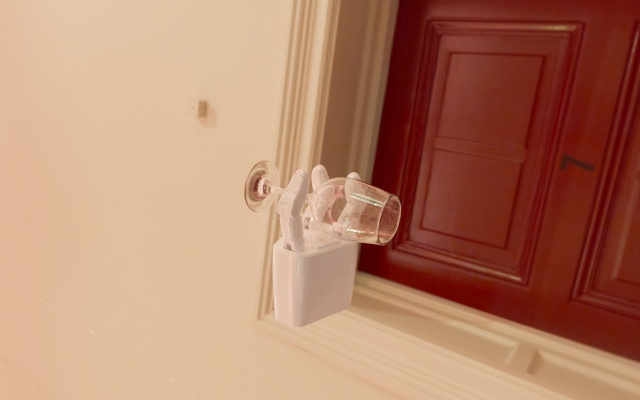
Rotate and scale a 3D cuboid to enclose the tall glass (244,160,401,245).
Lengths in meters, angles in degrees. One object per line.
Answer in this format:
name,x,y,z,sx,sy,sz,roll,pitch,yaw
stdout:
tall glass,-0.001,0.002,0.615,0.201,0.079,0.079,14,8,32
